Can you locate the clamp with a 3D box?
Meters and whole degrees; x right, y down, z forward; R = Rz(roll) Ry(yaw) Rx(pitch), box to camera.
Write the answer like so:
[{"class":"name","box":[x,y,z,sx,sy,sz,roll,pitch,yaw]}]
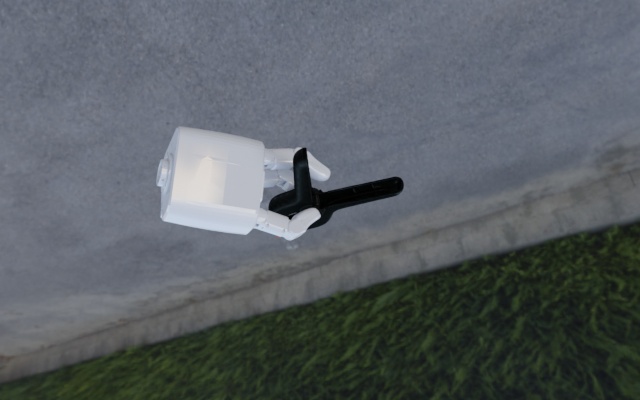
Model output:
[{"class":"clamp","box":[0.000,0.003,0.658,0.164,0.036,0.210,11,-30,-26]}]
